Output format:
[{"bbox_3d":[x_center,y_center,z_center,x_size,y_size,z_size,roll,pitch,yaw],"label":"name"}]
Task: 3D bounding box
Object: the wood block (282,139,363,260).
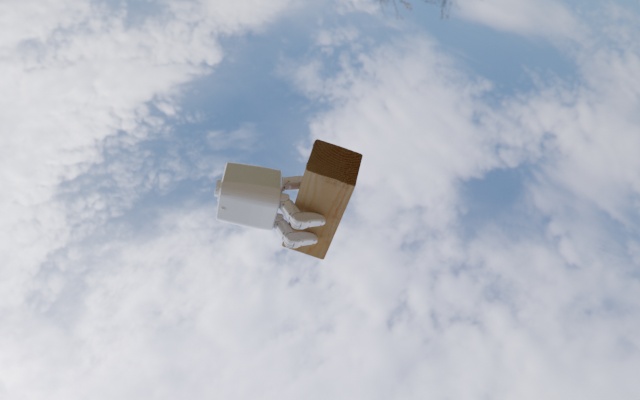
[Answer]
[{"bbox_3d":[0.000,0.003,0.880,0.090,0.090,0.206,18,-45,-2],"label":"wood block"}]
